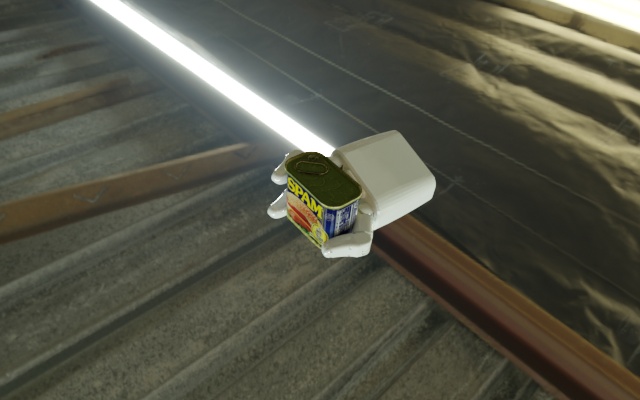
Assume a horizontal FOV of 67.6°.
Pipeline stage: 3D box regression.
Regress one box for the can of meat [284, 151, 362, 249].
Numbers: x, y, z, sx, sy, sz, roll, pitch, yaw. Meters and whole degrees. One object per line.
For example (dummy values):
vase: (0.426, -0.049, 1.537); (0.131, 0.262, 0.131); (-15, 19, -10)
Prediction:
can of meat: (0.000, 0.002, 0.592); (0.057, 0.084, 0.102); (-27, 52, -28)
